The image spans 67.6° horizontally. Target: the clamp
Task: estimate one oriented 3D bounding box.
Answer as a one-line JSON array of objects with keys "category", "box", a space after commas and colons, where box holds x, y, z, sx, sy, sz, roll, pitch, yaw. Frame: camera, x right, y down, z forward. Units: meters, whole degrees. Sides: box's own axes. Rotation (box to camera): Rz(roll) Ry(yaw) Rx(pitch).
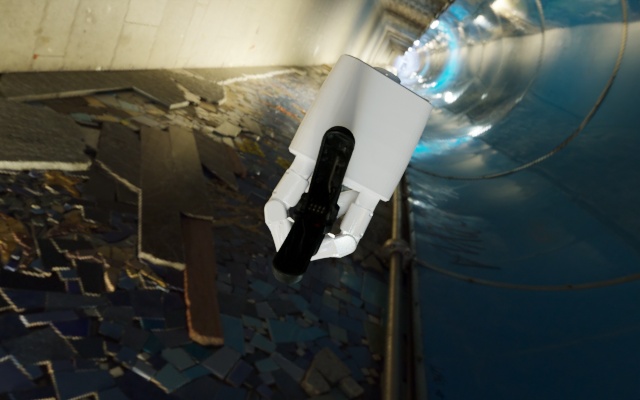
[{"category": "clamp", "box": [0.001, 0.002, 0.411, 0.039, 0.120, 0.171, 27, 3, 1]}]
